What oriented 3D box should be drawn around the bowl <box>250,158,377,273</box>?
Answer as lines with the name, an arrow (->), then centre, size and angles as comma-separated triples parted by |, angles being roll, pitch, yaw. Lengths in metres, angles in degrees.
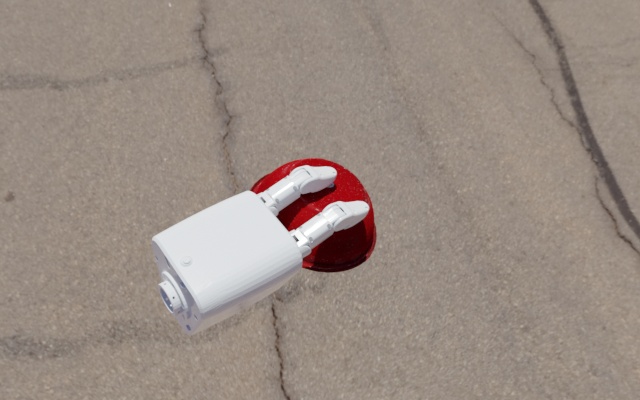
bowl -> 0.001, 0.001, 0.548 | 0.162, 0.162, 0.055 | 0, -44, -27
